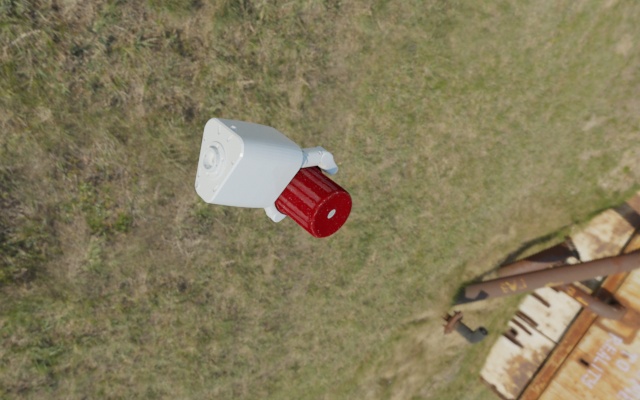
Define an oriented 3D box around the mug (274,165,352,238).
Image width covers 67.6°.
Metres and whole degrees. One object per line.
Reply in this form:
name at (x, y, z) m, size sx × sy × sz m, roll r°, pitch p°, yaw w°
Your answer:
mug at (0.001, 0.003, 0.714) m, size 0.117 × 0.093 × 0.081 m, roll 2°, pitch 28°, yaw -47°
